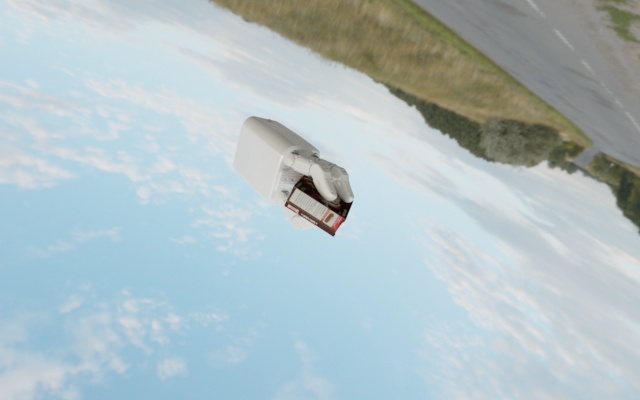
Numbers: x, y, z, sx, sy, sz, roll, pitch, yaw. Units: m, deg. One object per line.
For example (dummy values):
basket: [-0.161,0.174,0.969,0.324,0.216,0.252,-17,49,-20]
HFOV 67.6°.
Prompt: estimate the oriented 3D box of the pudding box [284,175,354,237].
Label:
pudding box: [0.000,0.002,0.729,0.090,0.039,0.113,32,20,0]
